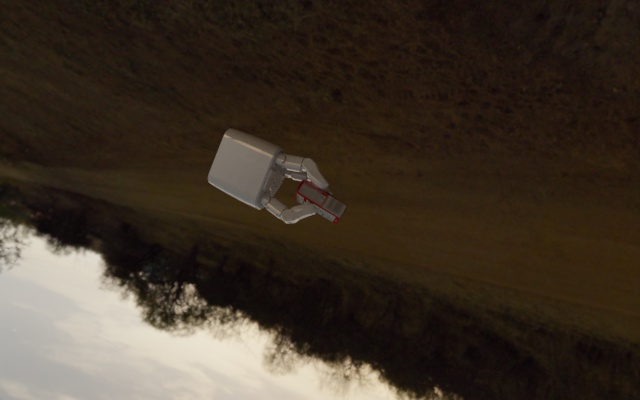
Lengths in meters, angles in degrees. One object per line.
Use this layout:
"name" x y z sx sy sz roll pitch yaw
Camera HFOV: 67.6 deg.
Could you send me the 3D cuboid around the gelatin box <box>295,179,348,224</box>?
"gelatin box" 0.000 0.003 0.828 0.089 0.030 0.073 31 -10 2
